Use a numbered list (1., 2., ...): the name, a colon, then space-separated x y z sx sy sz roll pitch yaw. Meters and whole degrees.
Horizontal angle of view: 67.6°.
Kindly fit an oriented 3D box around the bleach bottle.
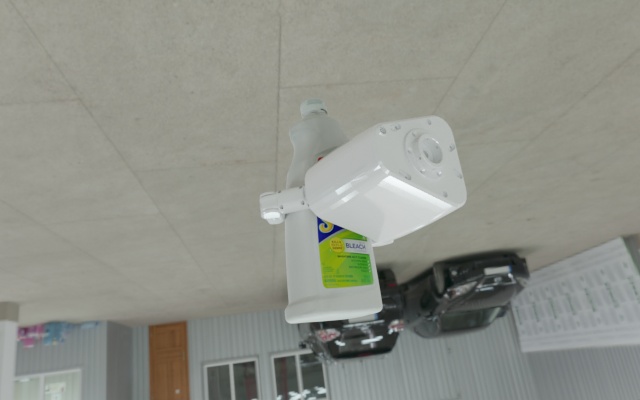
1. bleach bottle: 0.000 0.002 0.527 0.102 0.250 0.068 5 -22 -34
